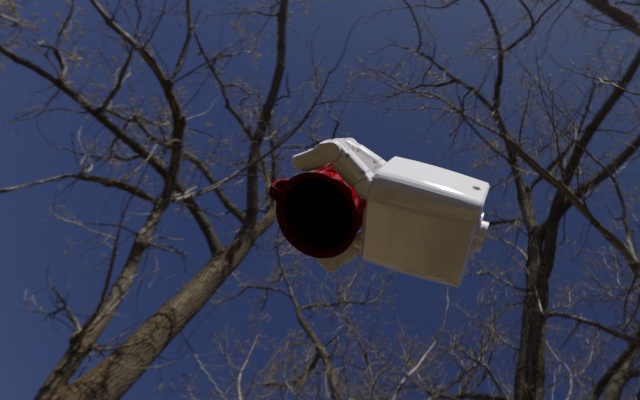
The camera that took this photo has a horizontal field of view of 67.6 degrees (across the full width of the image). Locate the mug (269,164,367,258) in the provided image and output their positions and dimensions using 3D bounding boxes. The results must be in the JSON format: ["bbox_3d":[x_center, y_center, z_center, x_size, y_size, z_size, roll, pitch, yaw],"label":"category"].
[{"bbox_3d":[-0.001,0.001,0.528,0.117,0.093,0.081,17,23,19],"label":"mug"}]
